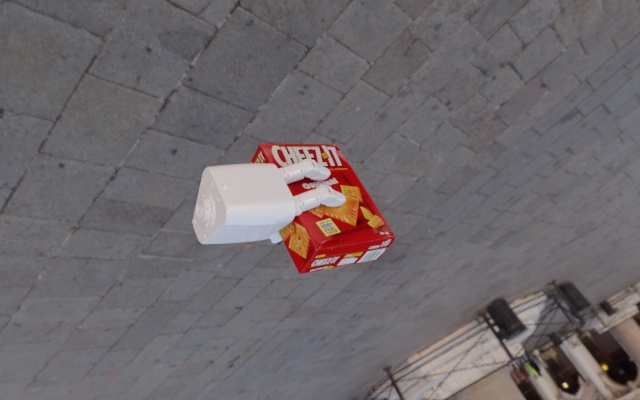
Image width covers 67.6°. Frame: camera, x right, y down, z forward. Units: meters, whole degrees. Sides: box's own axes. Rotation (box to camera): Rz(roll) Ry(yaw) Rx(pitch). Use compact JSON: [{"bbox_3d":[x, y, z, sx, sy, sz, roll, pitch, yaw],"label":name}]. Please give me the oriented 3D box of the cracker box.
[{"bbox_3d":[0.000,0.003,0.768,0.164,0.213,0.072,-4,-38,-38],"label":"cracker box"}]
